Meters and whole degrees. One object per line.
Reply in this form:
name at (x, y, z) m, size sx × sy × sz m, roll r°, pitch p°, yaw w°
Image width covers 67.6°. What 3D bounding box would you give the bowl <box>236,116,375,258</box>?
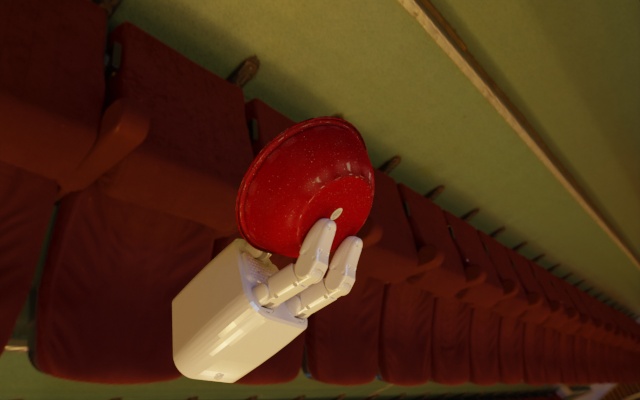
bowl at (0.001, 0.001, 0.473) m, size 0.162 × 0.162 × 0.055 m, roll 0°, pitch 31°, yaw -43°
